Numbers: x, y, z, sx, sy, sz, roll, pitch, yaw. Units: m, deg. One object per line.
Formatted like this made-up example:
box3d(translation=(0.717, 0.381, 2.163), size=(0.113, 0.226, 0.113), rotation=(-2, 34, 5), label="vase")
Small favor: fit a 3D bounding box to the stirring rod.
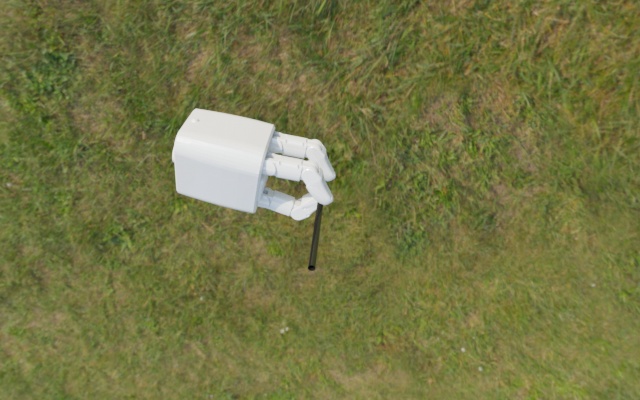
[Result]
box3d(translation=(0.000, 0.002, 0.600), size=(0.011, 0.011, 0.239), rotation=(0, 35, 5), label="stirring rod")
